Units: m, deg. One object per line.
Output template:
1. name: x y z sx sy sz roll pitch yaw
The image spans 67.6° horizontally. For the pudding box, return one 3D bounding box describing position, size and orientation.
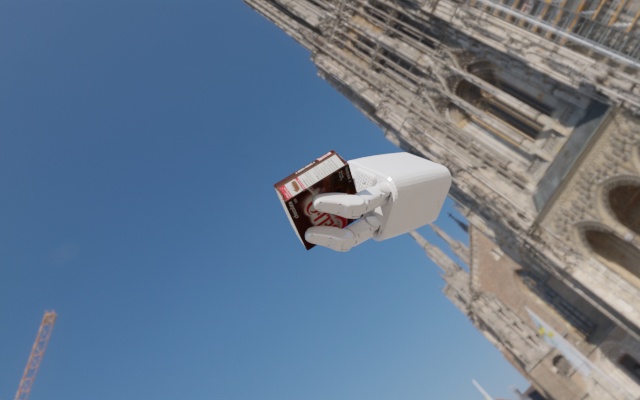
1. pudding box: 0.000 0.002 0.602 0.090 0.114 0.039 -32 50 -9
